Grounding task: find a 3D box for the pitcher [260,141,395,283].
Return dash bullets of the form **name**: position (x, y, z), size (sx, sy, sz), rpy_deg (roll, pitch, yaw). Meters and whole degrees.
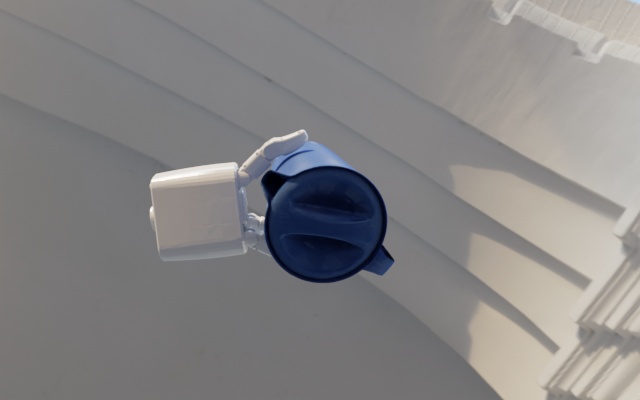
- **pitcher**: position (0.000, 0.002, 0.617), size (0.145, 0.149, 0.242), rpy_deg (-8, 17, -5)
